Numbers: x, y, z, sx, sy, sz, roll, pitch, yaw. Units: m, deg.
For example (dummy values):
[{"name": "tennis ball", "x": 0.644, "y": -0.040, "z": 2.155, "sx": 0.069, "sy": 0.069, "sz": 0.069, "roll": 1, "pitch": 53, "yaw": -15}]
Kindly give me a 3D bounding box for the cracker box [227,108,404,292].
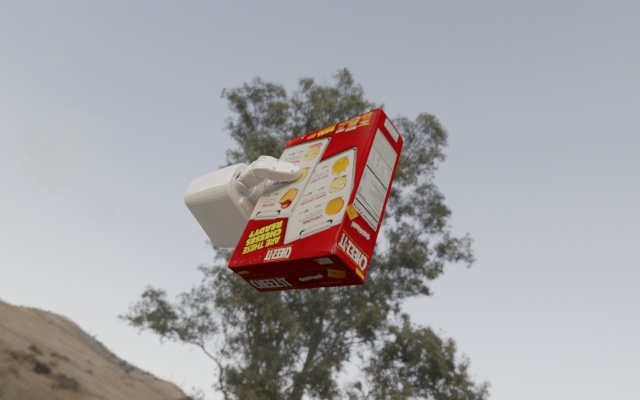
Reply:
[{"name": "cracker box", "x": 0.000, "y": 0.002, "z": 0.585, "sx": 0.164, "sy": 0.213, "sz": 0.072, "roll": -13, "pitch": -46, "yaw": 40}]
